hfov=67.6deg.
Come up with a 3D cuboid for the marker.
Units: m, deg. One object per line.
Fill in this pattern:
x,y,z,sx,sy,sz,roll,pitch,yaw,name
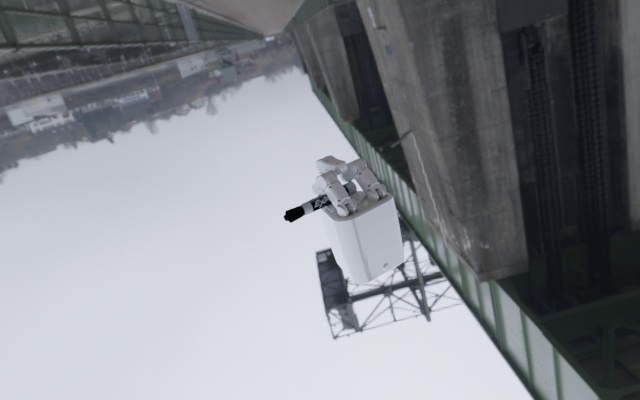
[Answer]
0.000,0.002,0.688,0.121,0.020,0.020,-25,12,-26,marker
